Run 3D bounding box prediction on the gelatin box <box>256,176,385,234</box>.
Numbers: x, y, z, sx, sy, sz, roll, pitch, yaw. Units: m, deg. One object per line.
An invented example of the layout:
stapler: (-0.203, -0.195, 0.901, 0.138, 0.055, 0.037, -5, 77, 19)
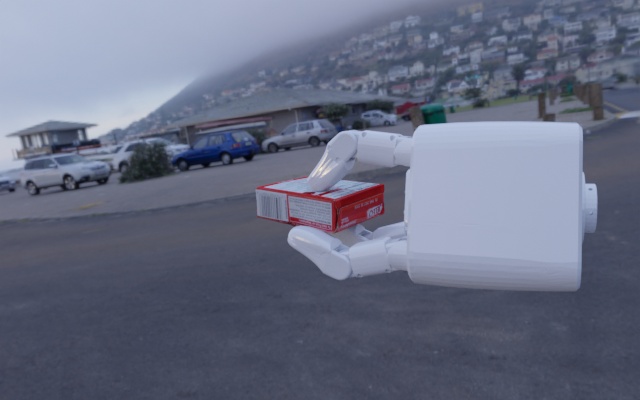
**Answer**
gelatin box: (0.000, 0.001, 0.415, 0.089, 0.030, 0.073, 9, 16, 37)
